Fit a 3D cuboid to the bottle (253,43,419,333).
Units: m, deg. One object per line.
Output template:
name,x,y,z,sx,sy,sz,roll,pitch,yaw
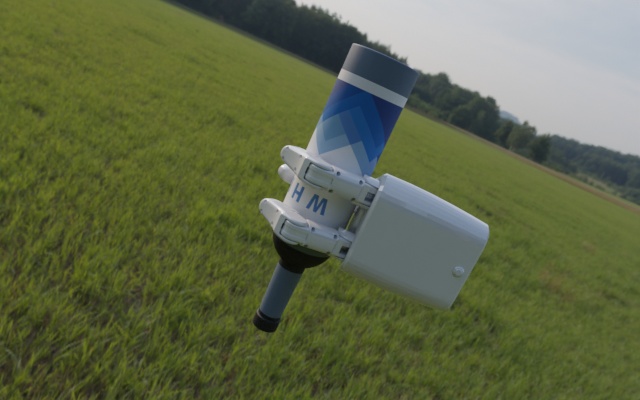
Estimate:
bottle,0.000,0.001,0.467,0.069,0.296,0.069,23,14,-6
